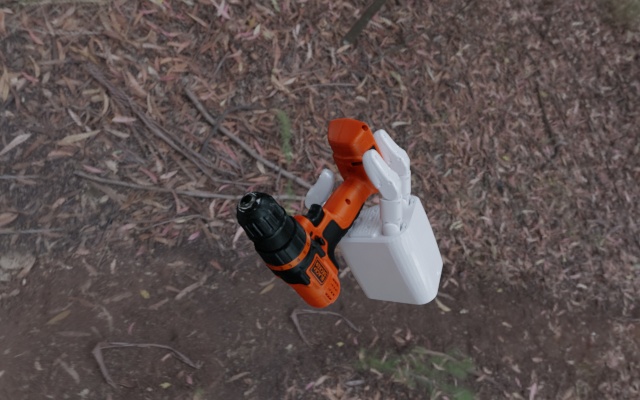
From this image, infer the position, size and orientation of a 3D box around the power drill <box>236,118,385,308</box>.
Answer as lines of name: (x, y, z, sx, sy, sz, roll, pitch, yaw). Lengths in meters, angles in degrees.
power drill: (0.000, 0.002, 0.520, 0.057, 0.187, 0.185, 14, -29, 35)
